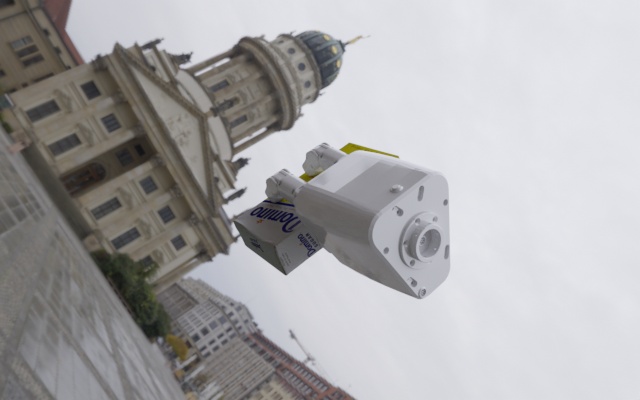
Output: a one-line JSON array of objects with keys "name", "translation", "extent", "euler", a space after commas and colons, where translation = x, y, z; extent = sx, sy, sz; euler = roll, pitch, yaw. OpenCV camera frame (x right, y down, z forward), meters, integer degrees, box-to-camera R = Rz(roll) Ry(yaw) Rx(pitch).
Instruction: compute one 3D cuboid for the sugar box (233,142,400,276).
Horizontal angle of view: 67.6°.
[{"name": "sugar box", "translation": [0.000, 0.001, 0.531], "extent": [0.176, 0.048, 0.093], "euler": [-34, 32, -23]}]
